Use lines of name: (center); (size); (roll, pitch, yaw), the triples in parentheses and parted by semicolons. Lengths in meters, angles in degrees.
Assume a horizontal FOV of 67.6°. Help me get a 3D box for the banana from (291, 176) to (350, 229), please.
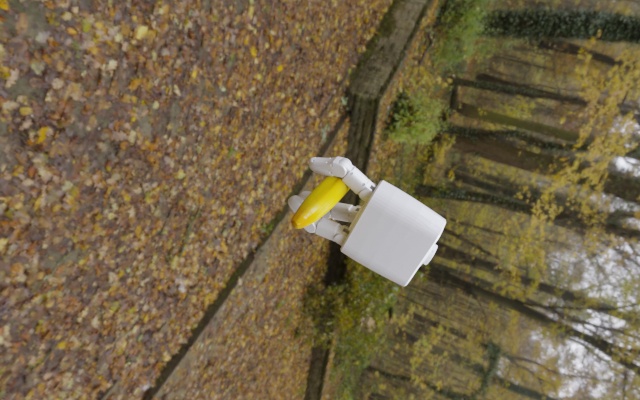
banana: (0.013, -0.012, 0.681); (0.037, 0.070, 0.197); (42, 21, 0)
